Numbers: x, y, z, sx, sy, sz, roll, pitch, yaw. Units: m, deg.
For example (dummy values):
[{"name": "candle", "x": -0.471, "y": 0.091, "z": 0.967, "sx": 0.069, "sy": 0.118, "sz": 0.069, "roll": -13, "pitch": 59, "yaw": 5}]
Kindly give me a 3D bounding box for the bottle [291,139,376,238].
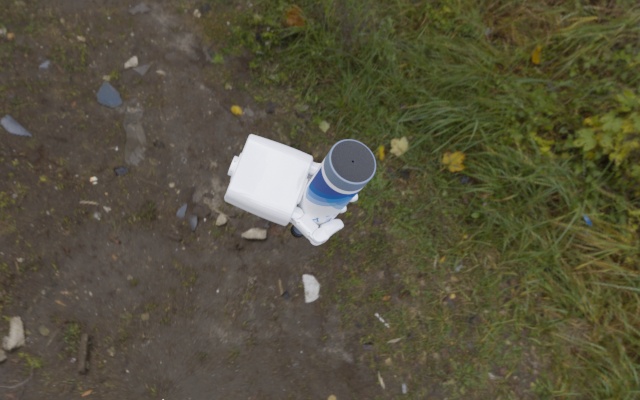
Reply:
[{"name": "bottle", "x": 0.000, "y": 0.002, "z": 0.758, "sx": 0.069, "sy": 0.069, "sz": 0.296, "roll": 0, "pitch": -22, "yaw": -18}]
